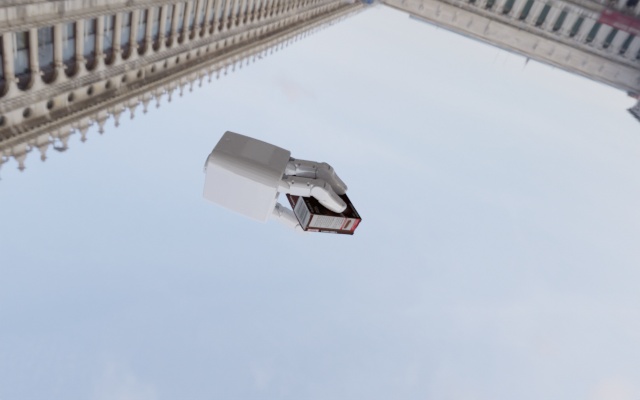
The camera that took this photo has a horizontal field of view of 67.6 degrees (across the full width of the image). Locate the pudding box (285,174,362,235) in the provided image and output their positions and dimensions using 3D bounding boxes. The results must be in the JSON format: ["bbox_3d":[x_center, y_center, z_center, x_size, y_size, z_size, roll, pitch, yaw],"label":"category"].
[{"bbox_3d":[0.000,0.003,0.736,0.090,0.039,0.113,6,37,-29],"label":"pudding box"}]
